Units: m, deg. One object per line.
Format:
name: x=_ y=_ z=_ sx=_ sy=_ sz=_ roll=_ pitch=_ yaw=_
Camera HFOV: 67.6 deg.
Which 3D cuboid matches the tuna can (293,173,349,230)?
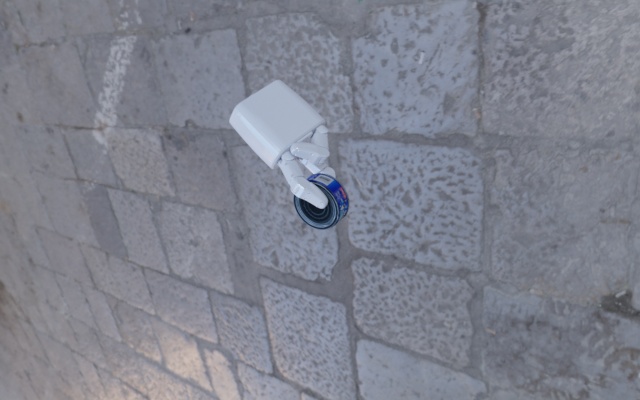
tuna can: x=0.000 y=0.003 z=0.749 sx=0.086 sy=0.086 sz=0.033 roll=0 pitch=25 yaw=34
